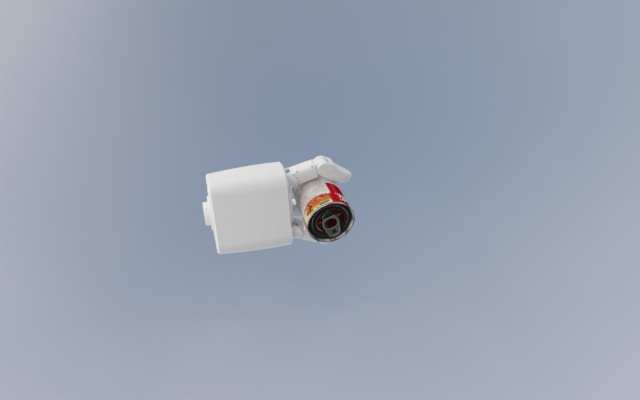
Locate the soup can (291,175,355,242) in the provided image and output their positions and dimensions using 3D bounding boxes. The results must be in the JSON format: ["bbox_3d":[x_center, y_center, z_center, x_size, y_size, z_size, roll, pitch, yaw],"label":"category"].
[{"bbox_3d":[0.001,0.002,0.685,0.068,0.068,0.102,0,35,-21],"label":"soup can"}]
